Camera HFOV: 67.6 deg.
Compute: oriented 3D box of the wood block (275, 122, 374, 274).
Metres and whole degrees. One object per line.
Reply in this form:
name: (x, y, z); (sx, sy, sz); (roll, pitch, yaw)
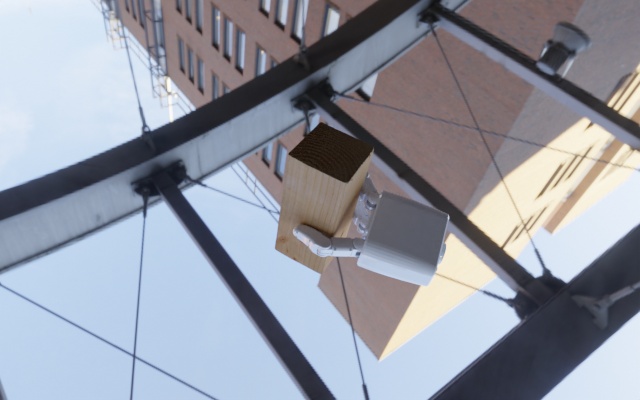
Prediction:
wood block: (0.000, 0.003, 0.707); (0.090, 0.206, 0.090); (27, 48, 13)
